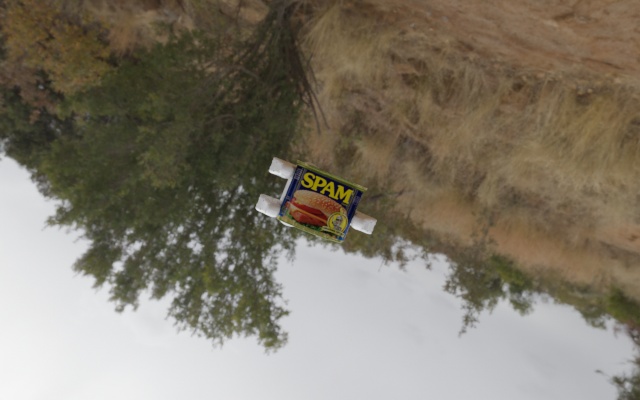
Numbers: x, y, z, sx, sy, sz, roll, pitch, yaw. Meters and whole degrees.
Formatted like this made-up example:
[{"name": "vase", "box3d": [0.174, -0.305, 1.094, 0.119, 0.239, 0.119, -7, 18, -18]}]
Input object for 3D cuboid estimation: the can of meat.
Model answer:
[{"name": "can of meat", "box3d": [0.000, 0.002, 0.650, 0.102, 0.084, 0.057, 22, 3, -4]}]
